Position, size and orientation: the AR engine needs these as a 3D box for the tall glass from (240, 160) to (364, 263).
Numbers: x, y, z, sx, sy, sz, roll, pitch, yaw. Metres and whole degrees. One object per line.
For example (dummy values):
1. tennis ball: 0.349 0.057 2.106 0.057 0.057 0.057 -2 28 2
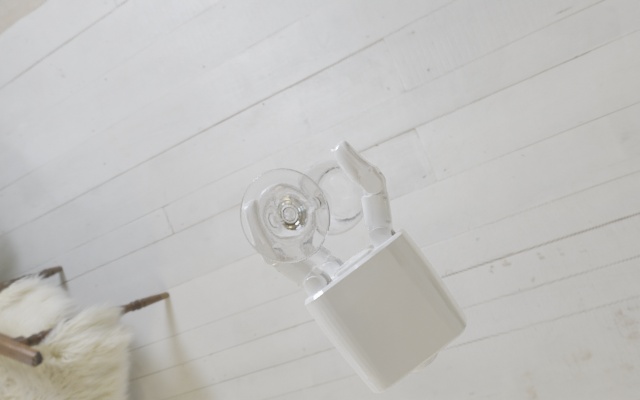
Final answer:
1. tall glass: 0.000 0.001 0.461 0.079 0.079 0.201 0 7 17
